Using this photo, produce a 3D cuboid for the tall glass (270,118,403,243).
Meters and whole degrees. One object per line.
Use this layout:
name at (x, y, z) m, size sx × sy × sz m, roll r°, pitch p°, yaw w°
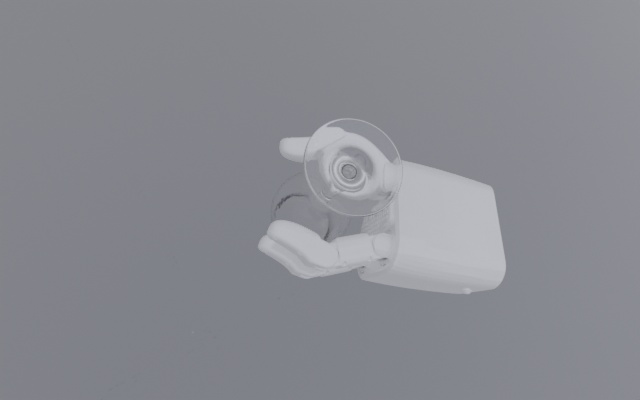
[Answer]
tall glass at (0.000, 0.001, 0.430) m, size 0.079 × 0.079 × 0.201 m, roll 0°, pitch -15°, yaw -15°
